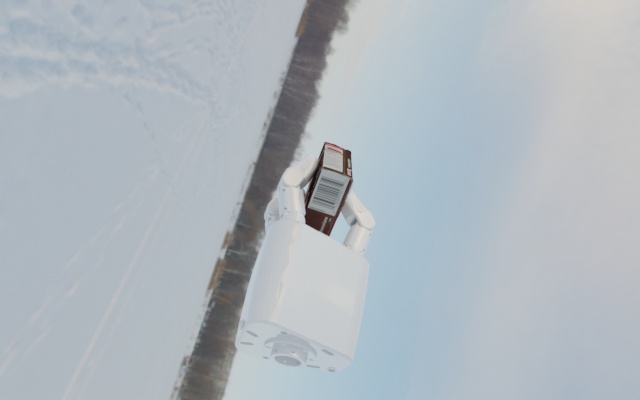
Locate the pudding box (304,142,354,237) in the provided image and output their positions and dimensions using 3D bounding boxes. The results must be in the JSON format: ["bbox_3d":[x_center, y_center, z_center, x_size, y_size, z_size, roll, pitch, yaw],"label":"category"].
[{"bbox_3d":[0.000,0.002,0.536,0.039,0.113,0.090,20,23,-8],"label":"pudding box"}]
